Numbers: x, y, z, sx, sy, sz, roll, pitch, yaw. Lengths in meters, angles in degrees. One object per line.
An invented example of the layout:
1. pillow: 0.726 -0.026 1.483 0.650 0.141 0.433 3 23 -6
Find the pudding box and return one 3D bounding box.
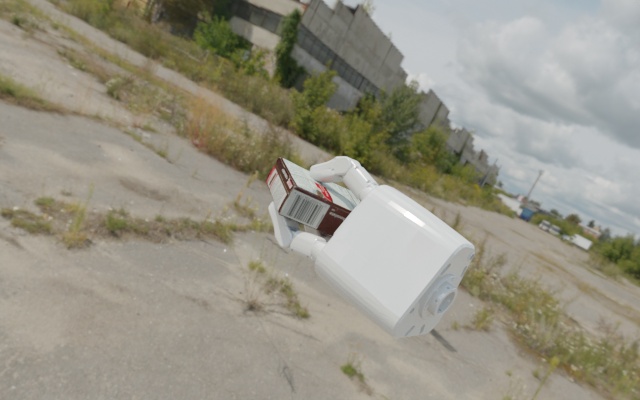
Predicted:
1. pudding box: 0.000 0.002 0.542 0.113 0.039 0.090 26 15 -25
